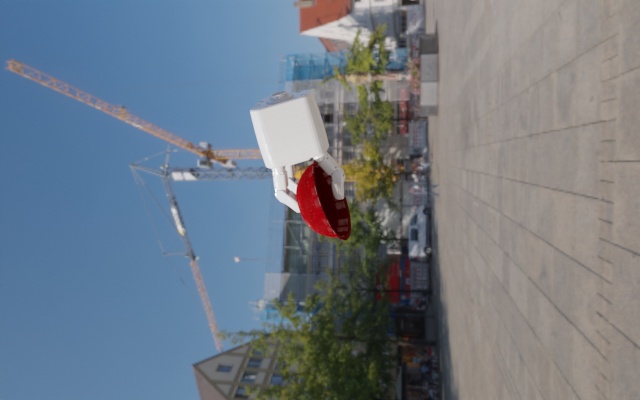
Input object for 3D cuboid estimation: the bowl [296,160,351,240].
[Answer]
[{"bbox_3d":[0.000,0.004,0.878,0.055,0.162,0.162,-19,-7,19],"label":"bowl"}]
